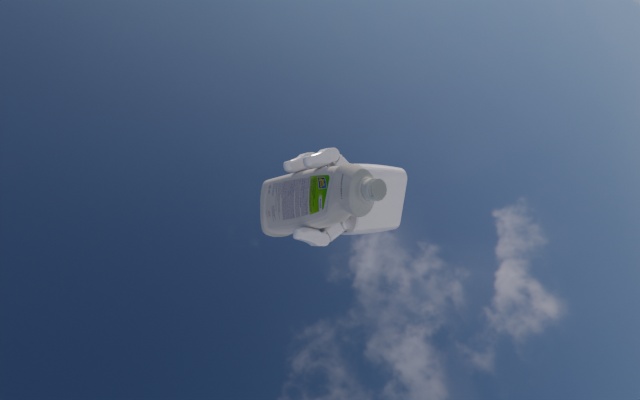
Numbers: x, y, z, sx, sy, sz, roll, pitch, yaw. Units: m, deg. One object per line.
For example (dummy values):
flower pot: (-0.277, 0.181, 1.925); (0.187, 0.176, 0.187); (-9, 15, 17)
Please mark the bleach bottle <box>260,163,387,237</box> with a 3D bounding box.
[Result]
bleach bottle: (0.000, 0.002, 0.718); (0.068, 0.102, 0.251); (1, -4, -38)
